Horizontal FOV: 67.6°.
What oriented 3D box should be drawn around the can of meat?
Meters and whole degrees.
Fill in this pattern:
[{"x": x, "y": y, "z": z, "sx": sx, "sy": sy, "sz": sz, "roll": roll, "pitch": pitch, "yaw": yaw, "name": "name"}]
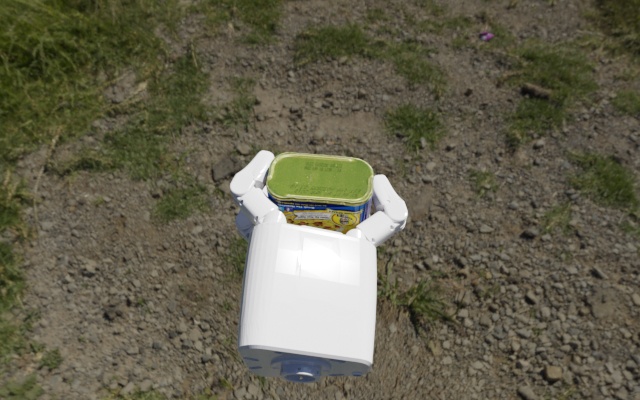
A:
[{"x": 0.000, "y": 0.001, "z": 0.462, "sx": 0.102, "sy": 0.057, "sz": 0.084, "roll": 4, "pitch": -33, "yaw": 3, "name": "can of meat"}]
